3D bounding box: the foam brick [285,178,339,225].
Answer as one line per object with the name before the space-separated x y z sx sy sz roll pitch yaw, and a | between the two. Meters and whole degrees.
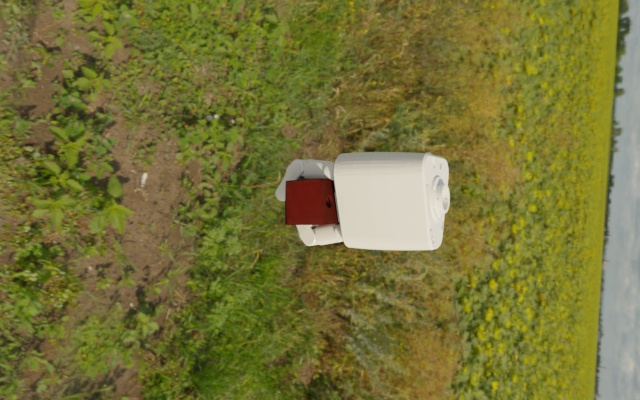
foam brick | 0.000 0.002 0.571 0.051 0.053 0.078 -1 0 31
